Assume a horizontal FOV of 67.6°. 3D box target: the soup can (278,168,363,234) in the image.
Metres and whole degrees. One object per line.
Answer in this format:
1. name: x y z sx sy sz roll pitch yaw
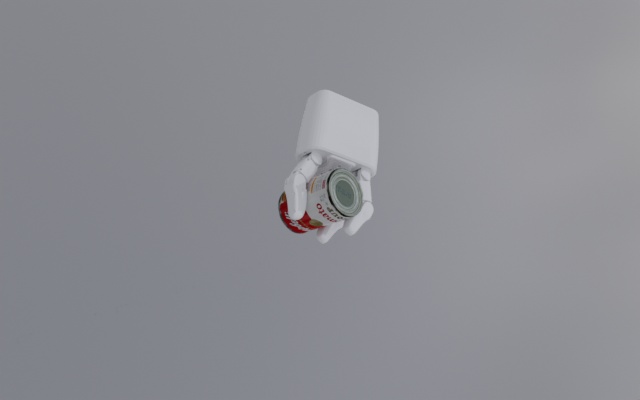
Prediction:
1. soup can: 0.000 0.002 0.651 0.068 0.068 0.102 0 -15 -45
